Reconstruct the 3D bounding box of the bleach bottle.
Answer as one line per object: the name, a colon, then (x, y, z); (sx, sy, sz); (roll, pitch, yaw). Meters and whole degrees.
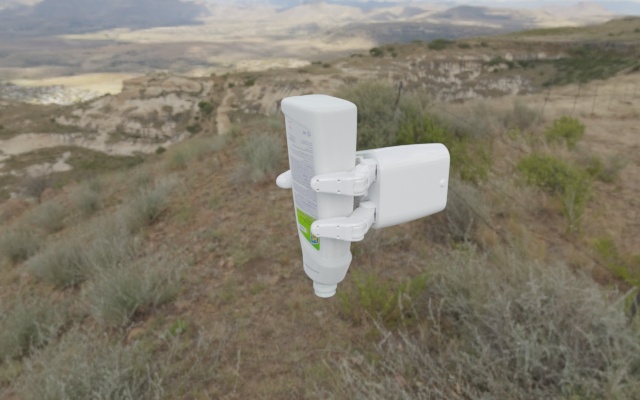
bleach bottle: (0.000, 0.002, 0.596); (0.068, 0.251, 0.102); (-12, 24, -25)
